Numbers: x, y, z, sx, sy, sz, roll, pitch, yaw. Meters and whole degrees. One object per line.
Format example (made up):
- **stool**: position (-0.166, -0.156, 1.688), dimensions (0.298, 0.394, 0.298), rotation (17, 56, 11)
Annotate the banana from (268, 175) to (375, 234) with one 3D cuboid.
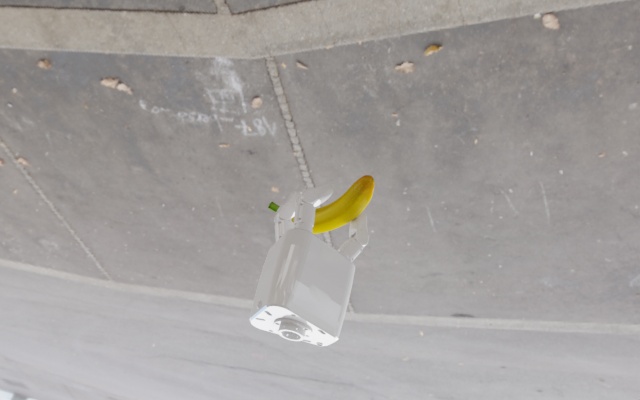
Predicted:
- **banana**: position (0.009, 0.015, 0.702), dimensions (0.198, 0.037, 0.070), rotation (-16, -50, 37)
